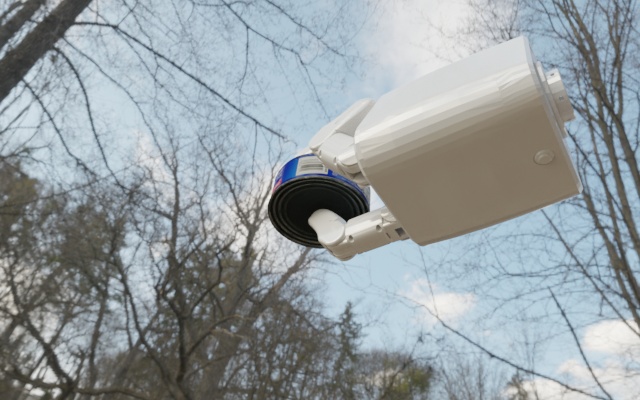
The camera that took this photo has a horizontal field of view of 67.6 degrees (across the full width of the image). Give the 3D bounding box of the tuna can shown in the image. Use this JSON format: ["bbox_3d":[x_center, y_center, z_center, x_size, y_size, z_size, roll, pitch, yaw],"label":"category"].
[{"bbox_3d":[0.000,0.001,0.406,0.086,0.086,0.033,4,45,4],"label":"tuna can"}]
